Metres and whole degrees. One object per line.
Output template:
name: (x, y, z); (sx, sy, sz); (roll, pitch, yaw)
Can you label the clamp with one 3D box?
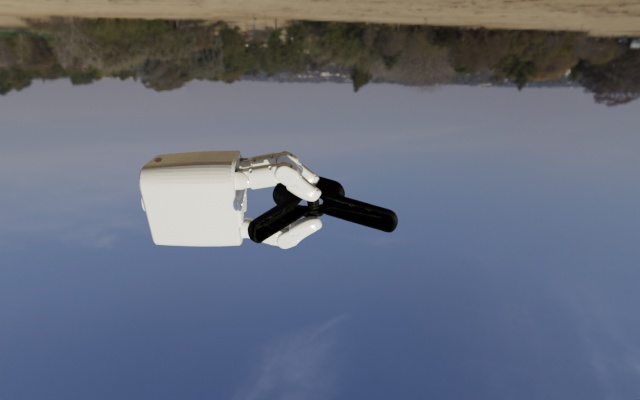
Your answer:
clamp: (0.000, 0.003, 0.600); (0.164, 0.036, 0.210); (-1, 18, -2)
